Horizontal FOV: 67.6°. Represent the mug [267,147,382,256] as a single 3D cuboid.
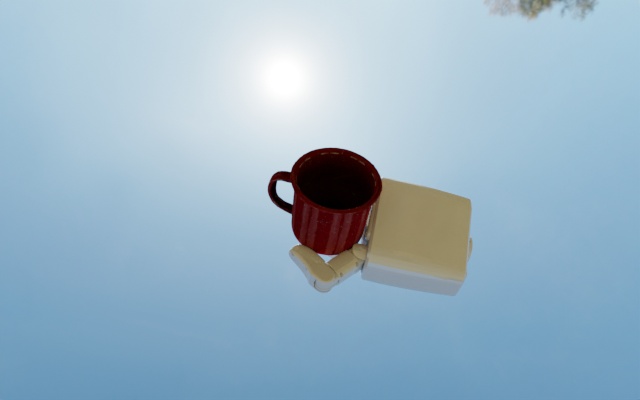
[{"bbox_3d":[-0.001,0.002,0.508,0.117,0.093,0.082,13,-42,3],"label":"mug"}]
